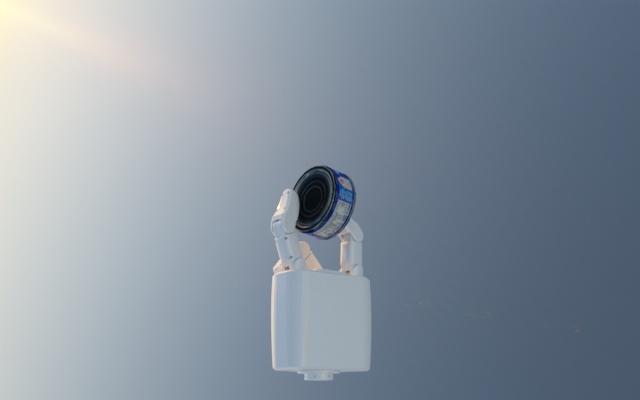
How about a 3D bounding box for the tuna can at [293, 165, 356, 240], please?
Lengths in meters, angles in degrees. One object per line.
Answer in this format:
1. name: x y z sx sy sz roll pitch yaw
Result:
1. tuna can: 0.000 0.002 0.572 0.034 0.086 0.086 22 -14 -38
